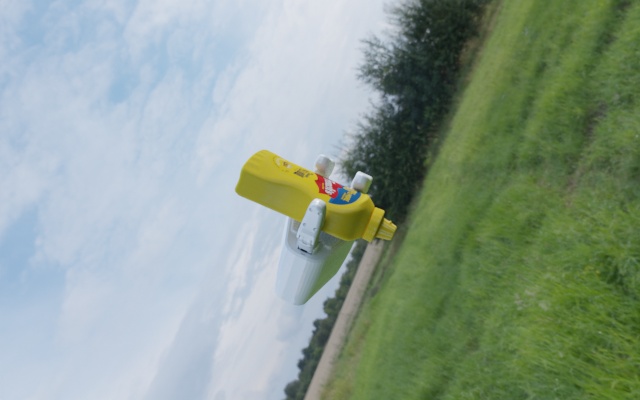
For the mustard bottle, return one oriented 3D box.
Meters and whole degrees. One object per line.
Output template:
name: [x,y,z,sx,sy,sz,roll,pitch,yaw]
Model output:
mustard bottle: [0.000,0.002,0.577,0.191,0.058,0.096,24,18,6]
